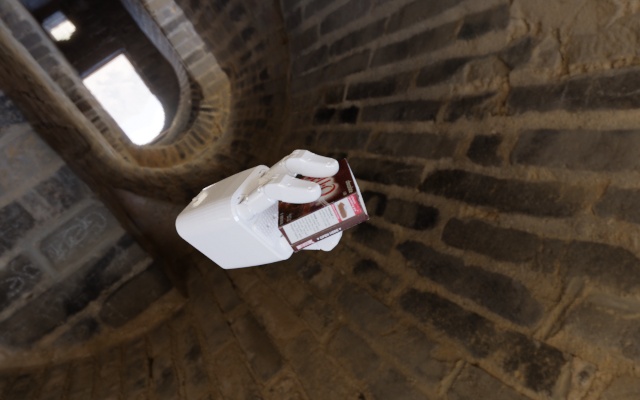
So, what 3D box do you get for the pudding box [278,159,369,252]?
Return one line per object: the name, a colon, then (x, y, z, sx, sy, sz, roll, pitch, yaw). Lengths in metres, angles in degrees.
pudding box: (0.000, 0.002, 0.531, 0.090, 0.039, 0.113, -26, 24, 6)
